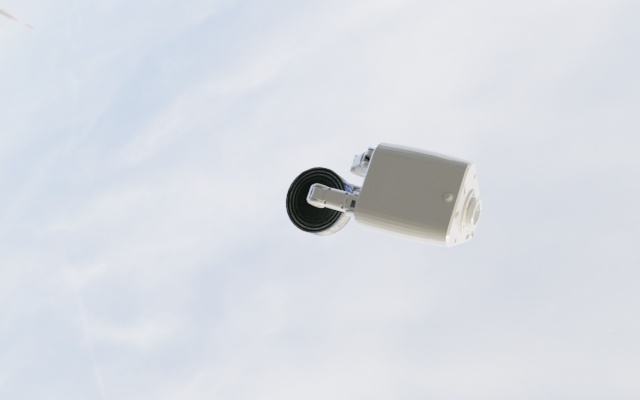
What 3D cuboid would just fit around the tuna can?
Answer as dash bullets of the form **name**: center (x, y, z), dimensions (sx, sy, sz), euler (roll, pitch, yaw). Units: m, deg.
- **tuna can**: center (0.000, 0.002, 0.617), dimensions (0.086, 0.086, 0.034), euler (0, -12, 26)
